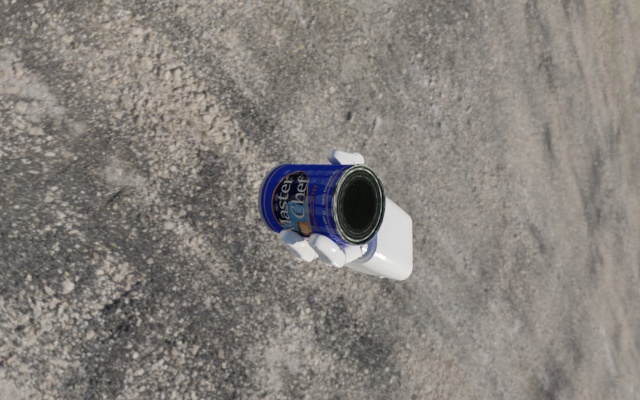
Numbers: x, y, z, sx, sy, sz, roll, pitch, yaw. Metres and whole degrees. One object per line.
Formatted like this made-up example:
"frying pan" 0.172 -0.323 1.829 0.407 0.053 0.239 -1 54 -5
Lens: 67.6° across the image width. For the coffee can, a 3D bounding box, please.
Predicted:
"coffee can" 0.000 0.002 0.633 0.140 0.103 0.103 4 3 44
